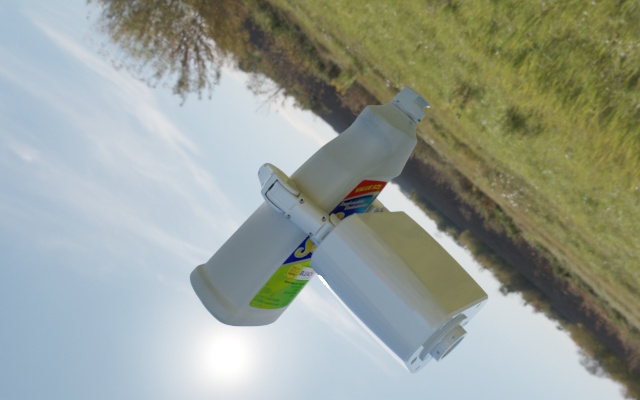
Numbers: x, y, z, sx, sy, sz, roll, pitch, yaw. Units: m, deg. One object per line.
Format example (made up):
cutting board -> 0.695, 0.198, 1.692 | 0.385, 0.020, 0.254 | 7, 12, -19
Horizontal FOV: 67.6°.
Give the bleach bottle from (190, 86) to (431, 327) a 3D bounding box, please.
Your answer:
bleach bottle -> 0.000, 0.001, 0.426 | 0.068, 0.251, 0.102 | 46, 10, 29
